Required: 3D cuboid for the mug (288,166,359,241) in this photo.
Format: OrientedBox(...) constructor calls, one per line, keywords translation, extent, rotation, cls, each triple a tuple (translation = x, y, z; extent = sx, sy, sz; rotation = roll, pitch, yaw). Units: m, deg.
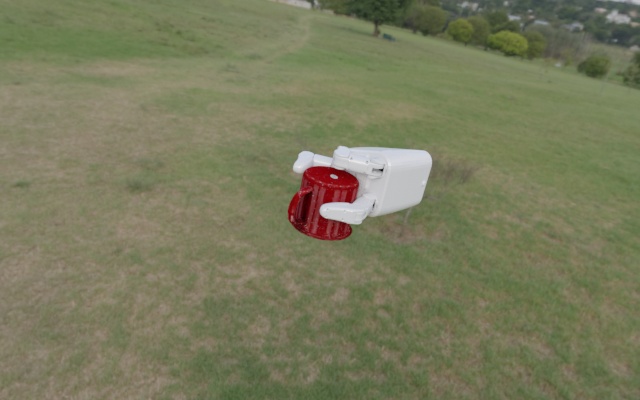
OrientedBox(translation=(-0.001, 0.002, 0.682), extent=(0.117, 0.081, 0.093), rotation=(-10, 31, -42), cls="mug")
